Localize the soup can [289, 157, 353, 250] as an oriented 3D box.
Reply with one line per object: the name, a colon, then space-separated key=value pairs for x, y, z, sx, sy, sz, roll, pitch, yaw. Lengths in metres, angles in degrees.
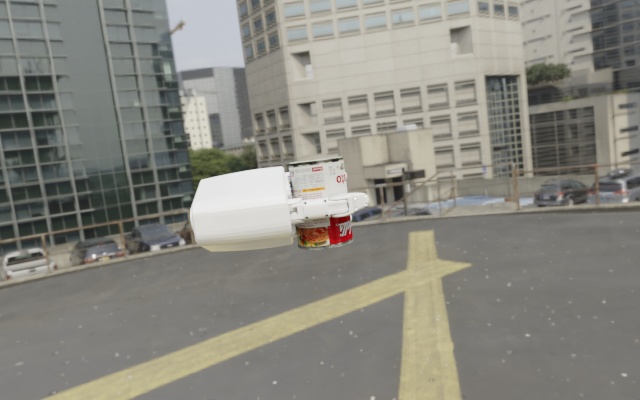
soup can: x=0.001 y=0.002 z=0.574 sx=0.068 sy=0.102 sz=0.068 roll=-7 pitch=6 yaw=1
